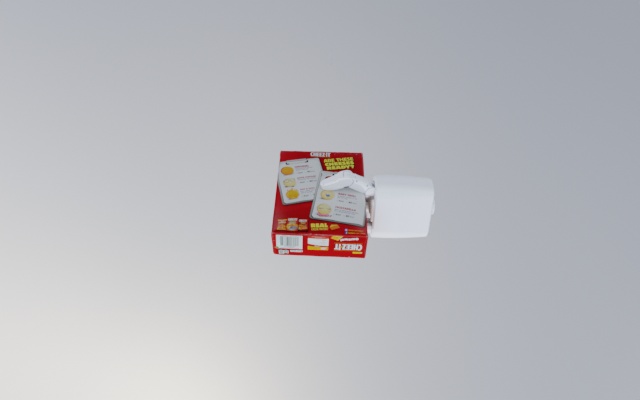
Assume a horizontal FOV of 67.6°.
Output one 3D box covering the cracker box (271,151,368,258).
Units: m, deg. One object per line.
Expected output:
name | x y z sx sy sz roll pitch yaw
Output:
cracker box | 0.000 0.003 0.882 0.164 0.213 0.072 2 -44 -1
